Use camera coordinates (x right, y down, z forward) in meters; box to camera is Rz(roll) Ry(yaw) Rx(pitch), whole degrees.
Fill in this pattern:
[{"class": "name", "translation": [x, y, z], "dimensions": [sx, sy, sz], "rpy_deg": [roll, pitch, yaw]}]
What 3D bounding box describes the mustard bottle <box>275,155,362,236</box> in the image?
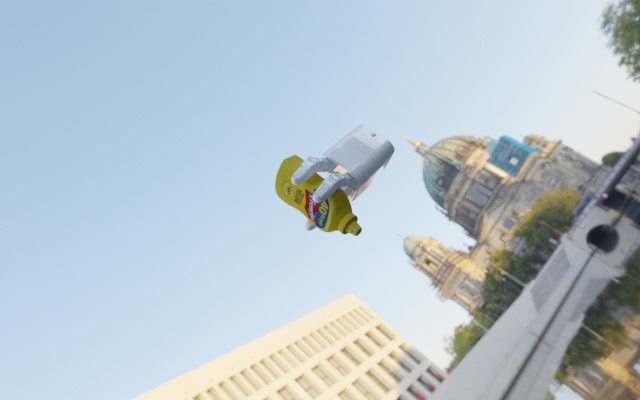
[{"class": "mustard bottle", "translation": [0.000, 0.003, 0.873], "dimensions": [0.191, 0.096, 0.058], "rpy_deg": [38, 43, 26]}]
